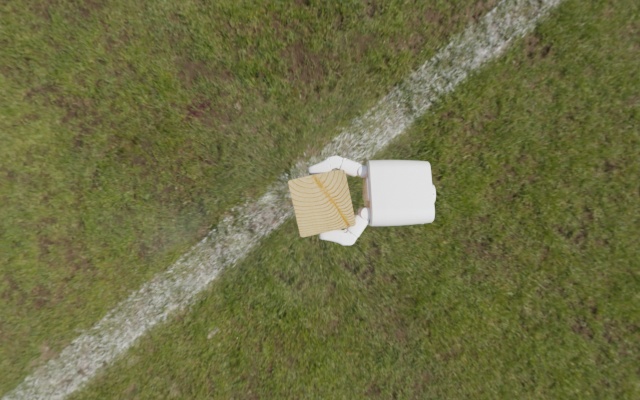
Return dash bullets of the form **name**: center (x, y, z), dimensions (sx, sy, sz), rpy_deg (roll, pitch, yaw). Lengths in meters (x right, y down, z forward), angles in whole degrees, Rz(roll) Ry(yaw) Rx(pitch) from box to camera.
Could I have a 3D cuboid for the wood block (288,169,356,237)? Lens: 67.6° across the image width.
- **wood block**: center (0.000, 0.002, 0.823), dimensions (0.090, 0.091, 0.206), rpy_deg (-12, 1, -1)
